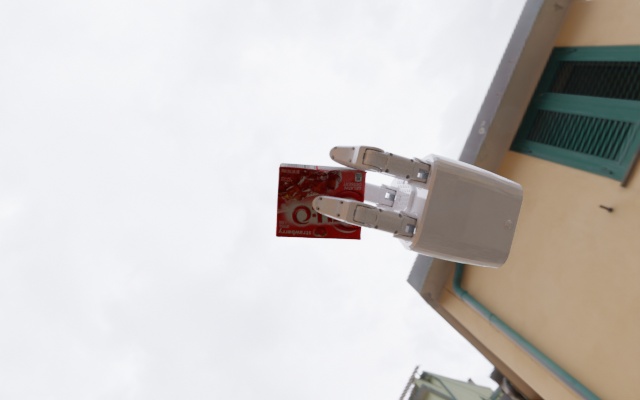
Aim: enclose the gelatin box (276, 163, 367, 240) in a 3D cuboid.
[{"bbox_3d":[0.000,0.001,0.490,0.089,0.073,0.030,3,12,-3],"label":"gelatin box"}]
